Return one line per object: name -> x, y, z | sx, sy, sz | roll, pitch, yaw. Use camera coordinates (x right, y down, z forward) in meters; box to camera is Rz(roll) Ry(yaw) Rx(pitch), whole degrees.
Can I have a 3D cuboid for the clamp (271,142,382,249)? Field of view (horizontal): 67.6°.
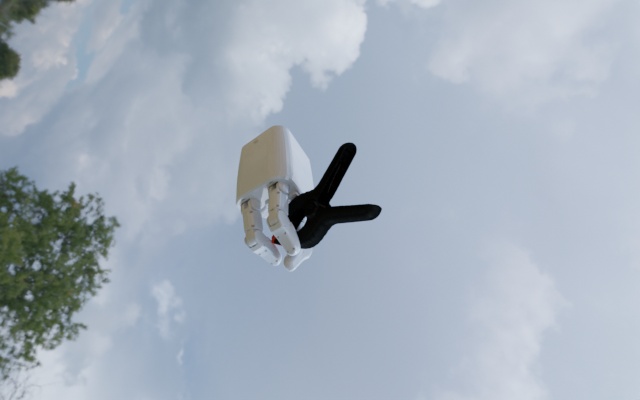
clamp -> 0.000, 0.002, 0.634 | 0.171, 0.120, 0.039 | -29, -43, 29
